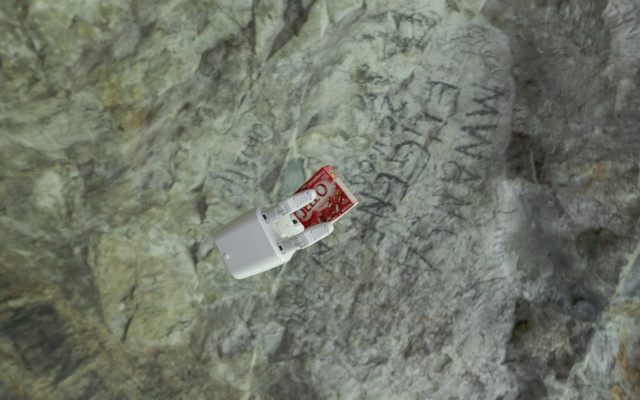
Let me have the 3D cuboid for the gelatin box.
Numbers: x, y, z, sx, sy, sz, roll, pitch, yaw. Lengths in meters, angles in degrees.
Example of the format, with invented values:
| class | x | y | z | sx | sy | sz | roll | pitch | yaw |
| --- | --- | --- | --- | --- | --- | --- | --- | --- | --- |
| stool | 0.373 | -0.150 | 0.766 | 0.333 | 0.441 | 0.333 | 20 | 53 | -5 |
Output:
| class | x | y | z | sx | sy | sz | roll | pitch | yaw |
| --- | --- | --- | --- | --- | --- | --- | --- | --- | --- |
| gelatin box | 0.001 | 0.002 | 0.718 | 0.089 | 0.073 | 0.030 | -41 | -4 | 23 |
